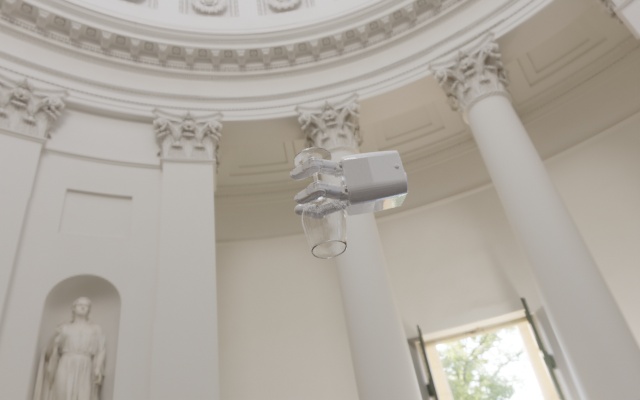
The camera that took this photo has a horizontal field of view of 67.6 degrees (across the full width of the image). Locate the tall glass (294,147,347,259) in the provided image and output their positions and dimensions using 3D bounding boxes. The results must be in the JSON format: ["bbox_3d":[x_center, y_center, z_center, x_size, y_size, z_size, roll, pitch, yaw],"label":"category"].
[{"bbox_3d":[0.000,0.002,0.869,0.079,0.201,0.079,-7,-34,-5],"label":"tall glass"}]
